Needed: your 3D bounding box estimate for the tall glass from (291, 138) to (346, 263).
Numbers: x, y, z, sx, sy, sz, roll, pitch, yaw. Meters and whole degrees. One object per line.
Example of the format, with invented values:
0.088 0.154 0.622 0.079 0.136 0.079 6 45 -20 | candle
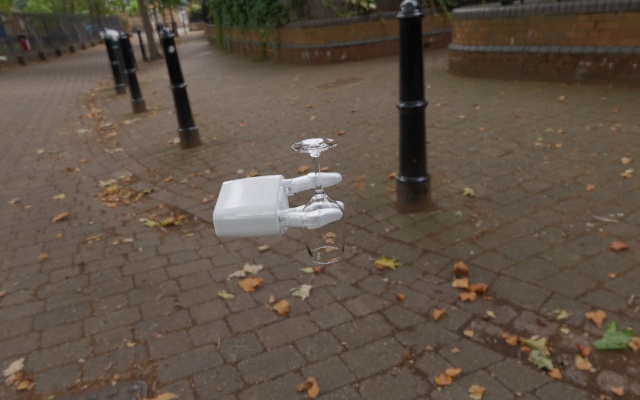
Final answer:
0.000 0.002 0.796 0.079 0.201 0.079 -6 22 2 | tall glass
